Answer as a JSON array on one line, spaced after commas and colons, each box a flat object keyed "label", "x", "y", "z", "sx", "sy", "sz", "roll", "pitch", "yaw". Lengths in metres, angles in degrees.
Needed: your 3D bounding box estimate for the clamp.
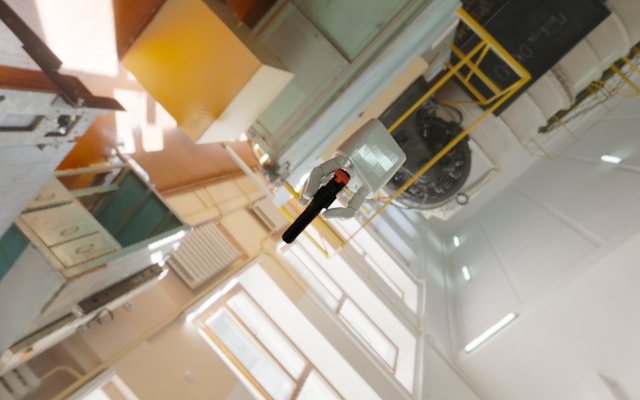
[{"label": "clamp", "x": 0.001, "y": 0.003, "z": 0.867, "sx": 0.036, "sy": 0.164, "sz": 0.210, "roll": 42, "pitch": -20, "yaw": 1}]
